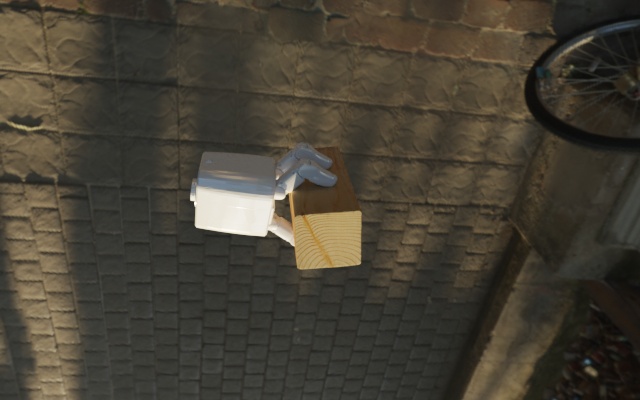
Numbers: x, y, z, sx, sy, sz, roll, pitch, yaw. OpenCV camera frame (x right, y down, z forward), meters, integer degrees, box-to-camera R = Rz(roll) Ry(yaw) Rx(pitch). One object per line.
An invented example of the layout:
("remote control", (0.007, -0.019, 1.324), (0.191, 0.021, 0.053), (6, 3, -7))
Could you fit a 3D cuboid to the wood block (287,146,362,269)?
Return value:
("wood block", (0.000, 0.003, 0.721), (0.090, 0.091, 0.206), (-4, 31, -5))
